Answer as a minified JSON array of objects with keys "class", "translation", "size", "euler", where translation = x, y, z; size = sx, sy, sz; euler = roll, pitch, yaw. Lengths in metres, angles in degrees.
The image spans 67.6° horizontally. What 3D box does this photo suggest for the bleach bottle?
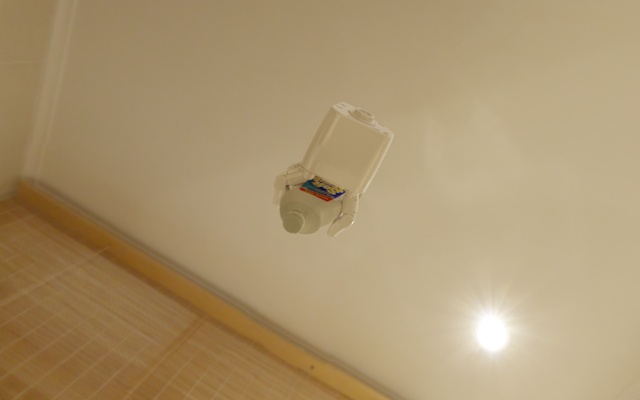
[{"class":"bleach bottle","translation":[0.000,0.003,0.801],"size":[0.102,0.068,0.250],"euler":[32,23,5]}]
